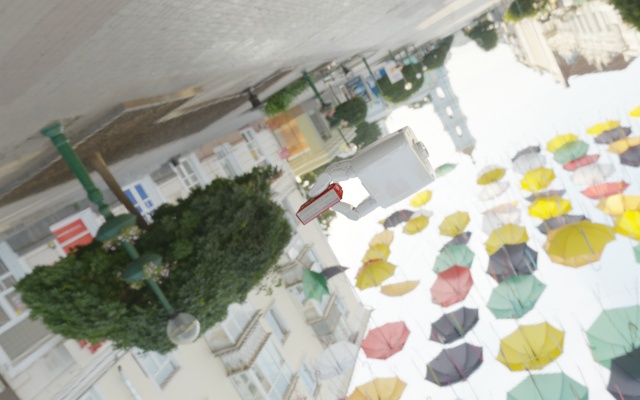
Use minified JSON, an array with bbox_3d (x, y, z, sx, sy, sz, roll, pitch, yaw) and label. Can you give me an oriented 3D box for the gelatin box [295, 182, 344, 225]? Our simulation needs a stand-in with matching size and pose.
[{"bbox_3d":[0.000,0.003,0.879,0.089,0.030,0.073,-36,7,11],"label":"gelatin box"}]
